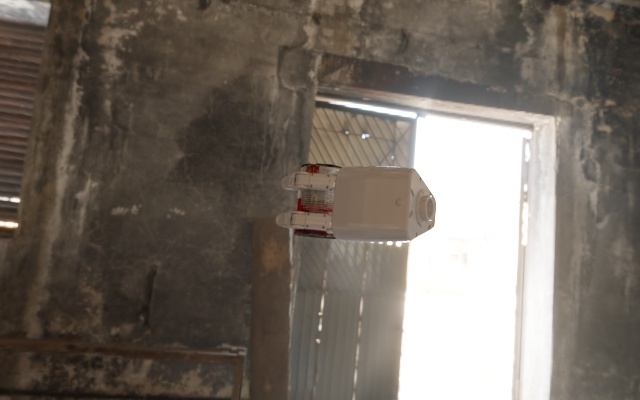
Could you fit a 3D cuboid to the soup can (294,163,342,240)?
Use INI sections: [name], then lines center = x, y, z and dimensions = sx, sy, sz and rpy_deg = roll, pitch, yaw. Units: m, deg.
[soup can]
center = 0.000, 0.002, 0.693
dimensions = 0.068, 0.102, 0.068
rpy_deg = 5, -7, 1
